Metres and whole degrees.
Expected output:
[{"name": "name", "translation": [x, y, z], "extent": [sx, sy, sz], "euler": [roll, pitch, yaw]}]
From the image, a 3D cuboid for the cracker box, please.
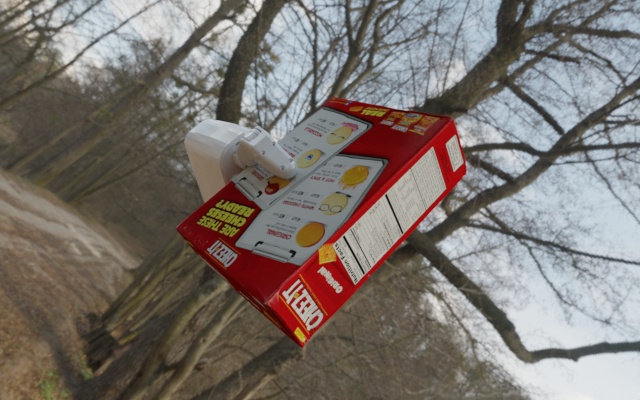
[{"name": "cracker box", "translation": [0.000, 0.001, 0.433], "extent": [0.213, 0.072, 0.164], "euler": [-44, 38, -18]}]
